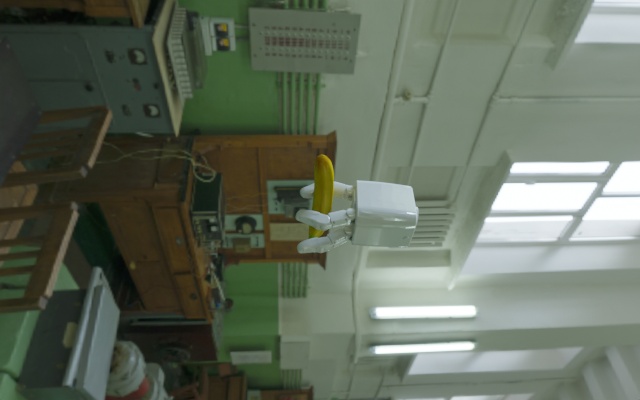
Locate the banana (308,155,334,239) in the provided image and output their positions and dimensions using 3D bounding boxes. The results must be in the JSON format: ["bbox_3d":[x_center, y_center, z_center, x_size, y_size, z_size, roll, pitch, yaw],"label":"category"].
[{"bbox_3d":[0.003,-0.005,0.847,0.037,0.198,0.069,9,34,5],"label":"banana"}]
